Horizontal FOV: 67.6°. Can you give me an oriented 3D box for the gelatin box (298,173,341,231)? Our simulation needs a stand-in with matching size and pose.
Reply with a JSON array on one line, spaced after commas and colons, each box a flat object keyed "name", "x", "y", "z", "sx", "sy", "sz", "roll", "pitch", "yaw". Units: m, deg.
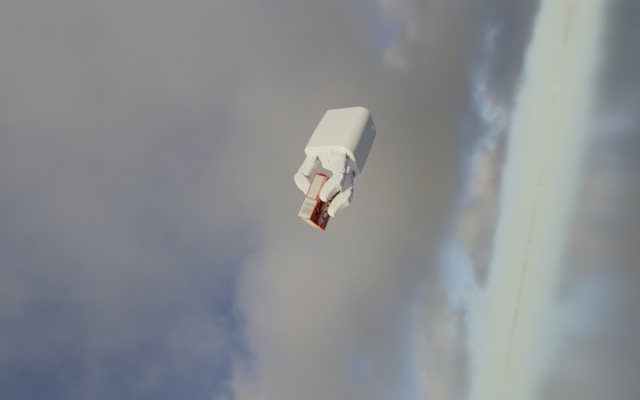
[{"name": "gelatin box", "x": 0.000, "y": 0.003, "z": 0.888, "sx": 0.030, "sy": 0.089, "sz": 0.073, "roll": 18, "pitch": -11, "yaw": 27}]
